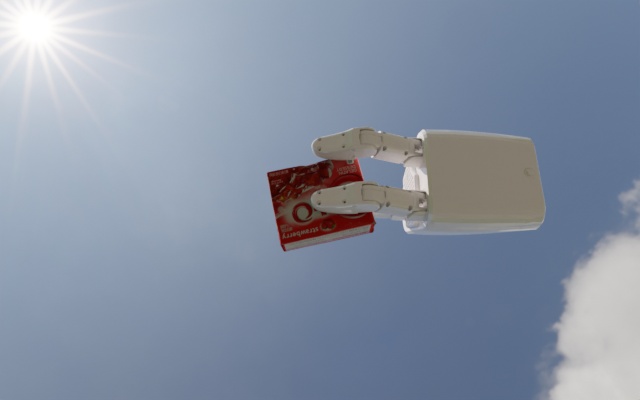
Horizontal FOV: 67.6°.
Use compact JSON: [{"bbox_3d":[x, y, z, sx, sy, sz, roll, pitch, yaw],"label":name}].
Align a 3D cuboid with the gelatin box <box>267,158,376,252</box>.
[{"bbox_3d":[0.000,0.002,0.447,0.089,0.073,0.030,-12,-21,-3],"label":"gelatin box"}]
